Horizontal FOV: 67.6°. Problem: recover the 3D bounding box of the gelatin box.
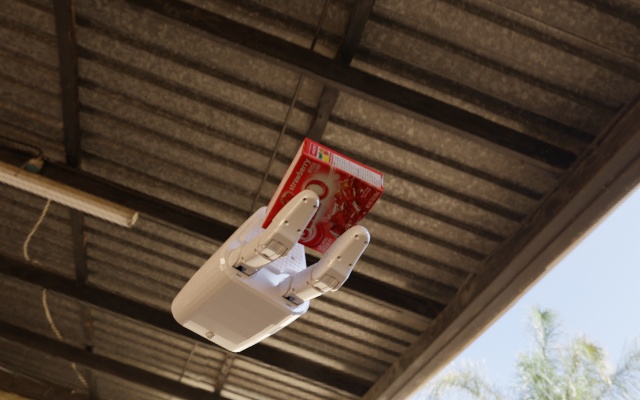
[{"bbox_3d":[0.000,0.001,0.405,0.073,0.089,0.030,25,35,-12],"label":"gelatin box"}]
